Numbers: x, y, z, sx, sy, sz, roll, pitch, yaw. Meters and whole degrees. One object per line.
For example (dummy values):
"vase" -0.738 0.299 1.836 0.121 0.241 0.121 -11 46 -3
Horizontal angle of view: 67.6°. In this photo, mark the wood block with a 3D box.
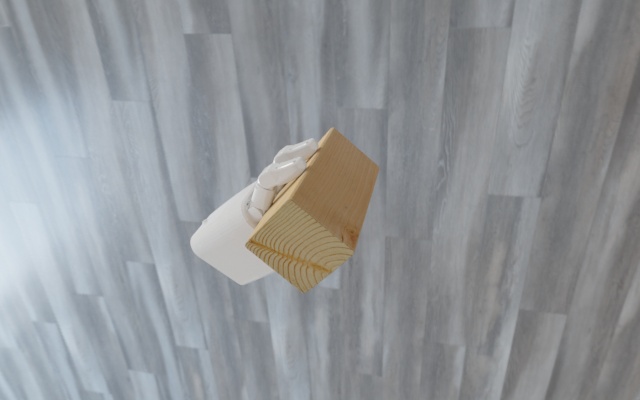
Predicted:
"wood block" 0.000 0.002 0.592 0.090 0.091 0.206 -44 11 31
